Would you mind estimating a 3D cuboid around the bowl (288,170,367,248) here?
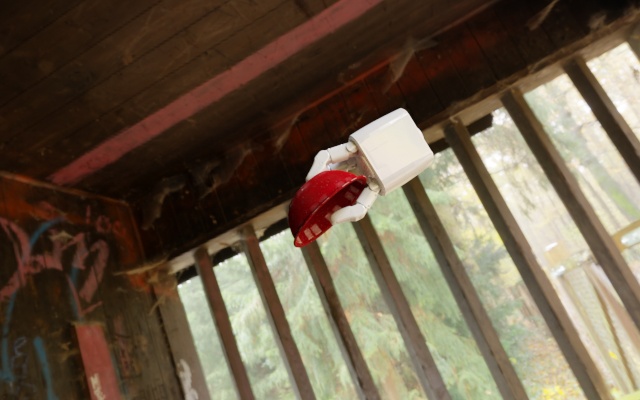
[{"bbox_3d":[-0.001,0.003,0.780,0.055,0.162,0.162,45,14,15],"label":"bowl"}]
